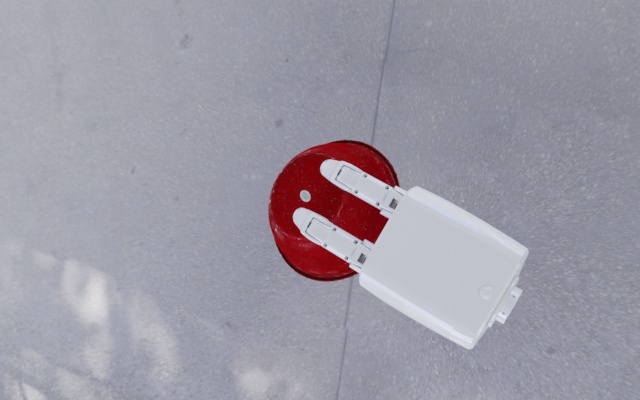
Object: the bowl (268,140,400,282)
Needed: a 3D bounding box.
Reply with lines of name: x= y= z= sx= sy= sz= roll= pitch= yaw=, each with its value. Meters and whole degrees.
bowl: x=-0.001 y=0.001 z=0.505 sx=0.162 sy=0.162 sz=0.055 roll=0 pitch=-16 yaw=32
